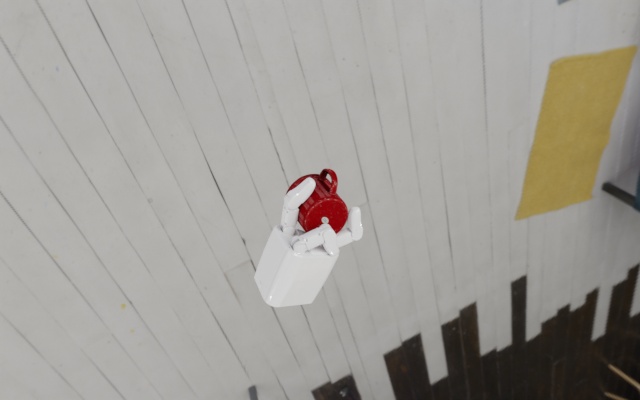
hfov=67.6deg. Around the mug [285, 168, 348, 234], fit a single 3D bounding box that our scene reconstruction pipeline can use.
[{"bbox_3d":[0.001,0.002,0.810,0.093,0.117,0.081,13,22,-31],"label":"mug"}]
